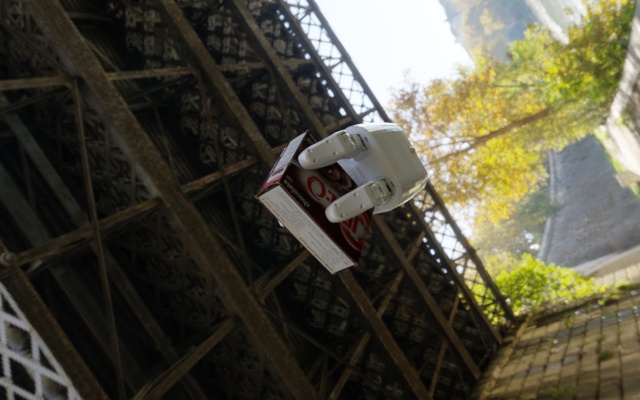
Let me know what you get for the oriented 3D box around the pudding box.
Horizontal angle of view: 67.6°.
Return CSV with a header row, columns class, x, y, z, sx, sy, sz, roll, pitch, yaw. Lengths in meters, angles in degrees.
class,x,y,z,sx,sy,sz,roll,pitch,yaw
pudding box,0.000,0.002,0.462,0.039,0.113,0.090,-31,23,35
